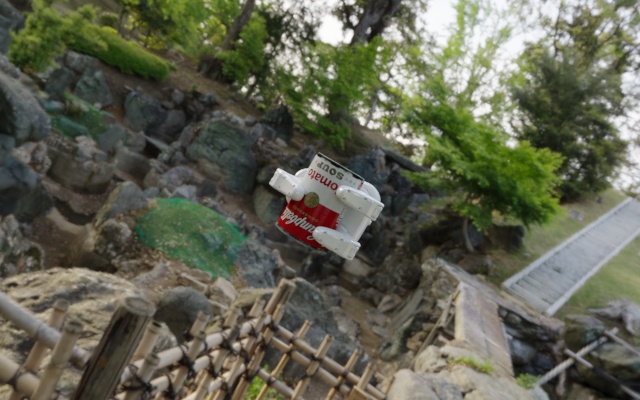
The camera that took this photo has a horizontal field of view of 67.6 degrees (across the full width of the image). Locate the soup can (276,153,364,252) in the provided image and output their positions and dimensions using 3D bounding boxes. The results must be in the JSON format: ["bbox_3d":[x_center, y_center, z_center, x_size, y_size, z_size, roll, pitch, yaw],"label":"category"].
[{"bbox_3d":[0.000,0.002,0.579,0.068,0.102,0.068,30,5,-3],"label":"soup can"}]
